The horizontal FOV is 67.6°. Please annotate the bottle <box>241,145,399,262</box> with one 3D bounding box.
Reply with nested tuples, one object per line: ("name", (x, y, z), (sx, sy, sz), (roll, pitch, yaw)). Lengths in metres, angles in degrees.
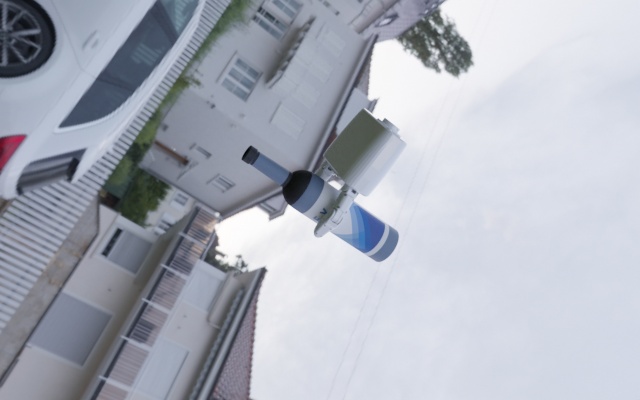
("bottle", (0.000, 0.003, 0.787), (0.296, 0.069, 0.069), (34, -13, -20))
